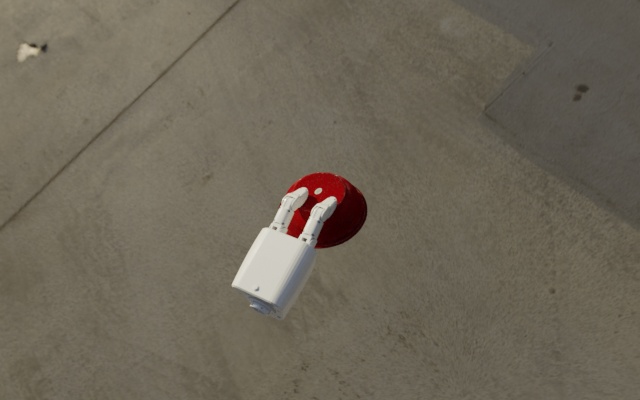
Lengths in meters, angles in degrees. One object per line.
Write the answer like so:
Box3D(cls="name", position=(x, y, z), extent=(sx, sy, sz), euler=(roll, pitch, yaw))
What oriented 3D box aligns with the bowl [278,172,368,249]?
Box3D(cls="bowl", position=(0.000, 0.001, 0.831), extent=(0.162, 0.162, 0.055), euler=(0, -40, 8))
